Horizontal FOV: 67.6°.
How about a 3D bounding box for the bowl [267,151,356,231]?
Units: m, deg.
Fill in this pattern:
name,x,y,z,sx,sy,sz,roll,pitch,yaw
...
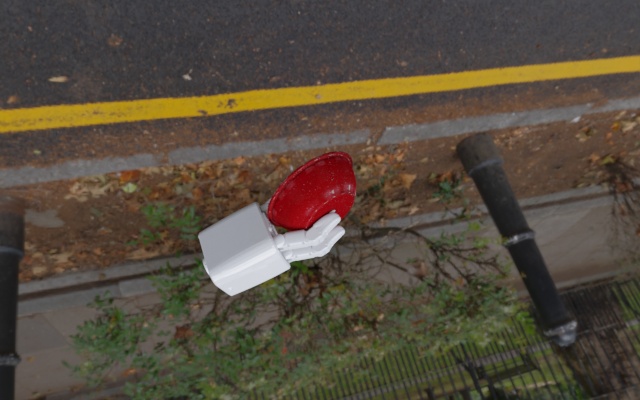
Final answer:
name,x,y,z,sx,sy,sz,roll,pitch,yaw
bowl,0.001,0.002,0.731,0.162,0.162,0.055,0,44,-54
